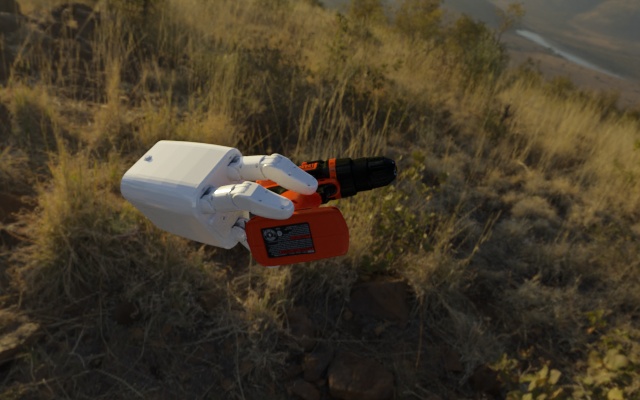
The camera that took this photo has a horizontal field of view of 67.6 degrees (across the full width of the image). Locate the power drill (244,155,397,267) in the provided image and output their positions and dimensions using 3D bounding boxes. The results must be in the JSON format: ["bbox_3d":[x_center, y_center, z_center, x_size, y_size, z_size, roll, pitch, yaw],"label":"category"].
[{"bbox_3d":[0.000,0.002,0.552,0.184,0.057,0.187,-11,20,11],"label":"power drill"}]
